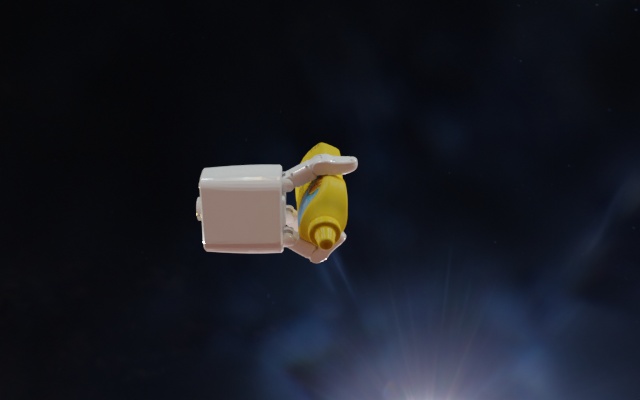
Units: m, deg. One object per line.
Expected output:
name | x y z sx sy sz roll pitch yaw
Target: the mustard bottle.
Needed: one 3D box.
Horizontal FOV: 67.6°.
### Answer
mustard bottle | 0.000 0.002 0.653 0.058 0.096 0.191 22 28 -16
